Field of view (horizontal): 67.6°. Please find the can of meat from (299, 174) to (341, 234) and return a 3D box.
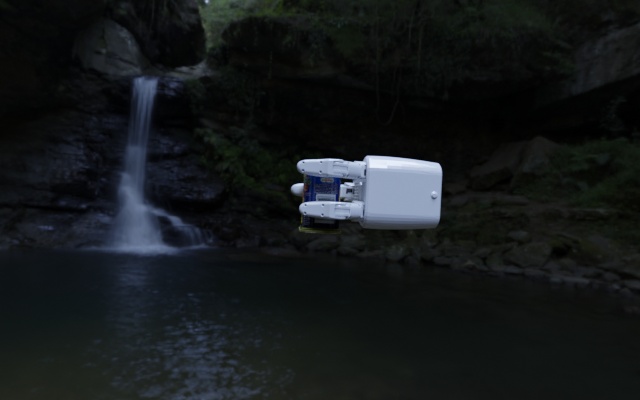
[{"bbox_3d":[0.000,0.002,0.679,0.057,0.084,0.102,3,0,-3],"label":"can of meat"}]
